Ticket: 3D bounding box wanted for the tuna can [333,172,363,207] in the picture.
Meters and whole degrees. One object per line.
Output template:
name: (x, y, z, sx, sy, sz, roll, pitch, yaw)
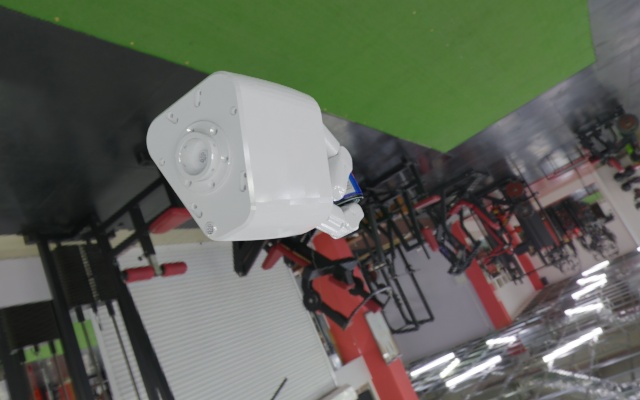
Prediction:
tuna can: (0.000, 0.002, 0.490, 0.086, 0.033, 0.086, -26, -10, -5)
